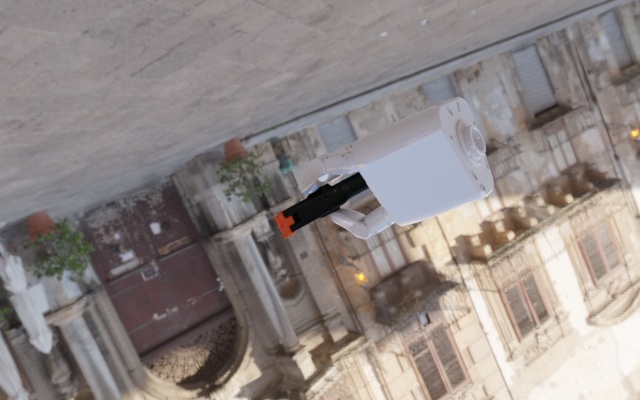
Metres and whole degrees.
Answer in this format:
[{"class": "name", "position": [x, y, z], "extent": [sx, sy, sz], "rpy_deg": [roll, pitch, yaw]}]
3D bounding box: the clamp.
[{"class": "clamp", "position": [0.000, 0.003, 0.613], "extent": [0.164, 0.036, 0.210], "rpy_deg": [-26, 3, 39]}]
